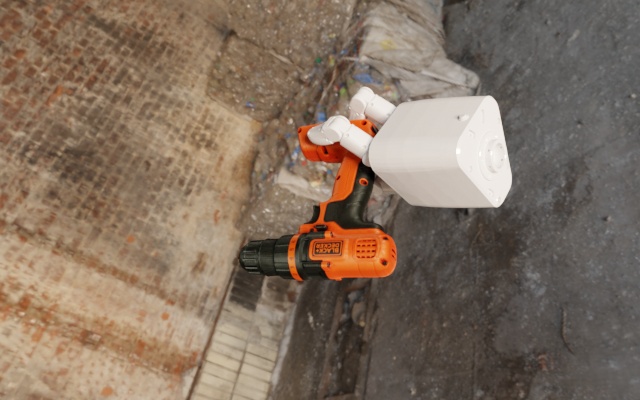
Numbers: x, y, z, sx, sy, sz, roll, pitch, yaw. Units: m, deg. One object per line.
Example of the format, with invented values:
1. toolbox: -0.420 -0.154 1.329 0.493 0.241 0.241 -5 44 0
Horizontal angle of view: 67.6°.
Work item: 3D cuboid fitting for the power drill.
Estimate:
1. power drill: 0.000 0.001 0.556 0.184 0.187 0.057 -3 -25 21
